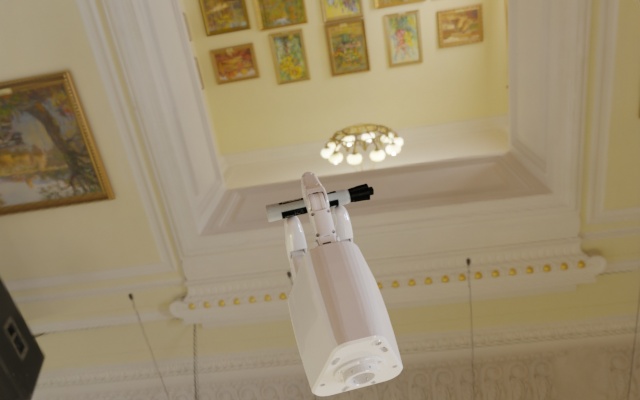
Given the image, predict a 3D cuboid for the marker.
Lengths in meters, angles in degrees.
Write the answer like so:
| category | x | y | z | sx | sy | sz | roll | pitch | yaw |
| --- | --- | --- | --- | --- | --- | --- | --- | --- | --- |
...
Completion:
| category | x | y | z | sx | sy | sz | roll | pitch | yaw |
| --- | --- | --- | --- | --- | --- | --- | --- | --- | --- |
| marker | 0.000 | 0.002 | 0.527 | 0.121 | 0.020 | 0.020 | -12 | 1 | -6 |
